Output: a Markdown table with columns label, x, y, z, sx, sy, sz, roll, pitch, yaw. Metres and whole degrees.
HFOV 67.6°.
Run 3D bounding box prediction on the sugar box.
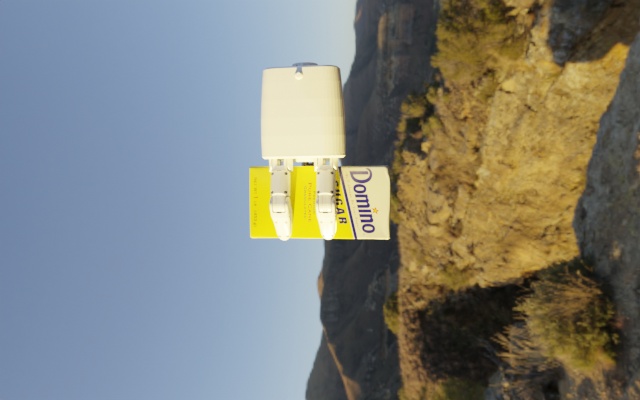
| label | x | y | z | sx | sy | sz | roll | pitch | yaw |
| --- | --- | --- | --- | --- | --- | --- | --- | --- | --- |
| sugar box | 0.000 | 0.002 | 0.608 | 0.176 | 0.093 | 0.048 | -1 | 2 | 8 |
